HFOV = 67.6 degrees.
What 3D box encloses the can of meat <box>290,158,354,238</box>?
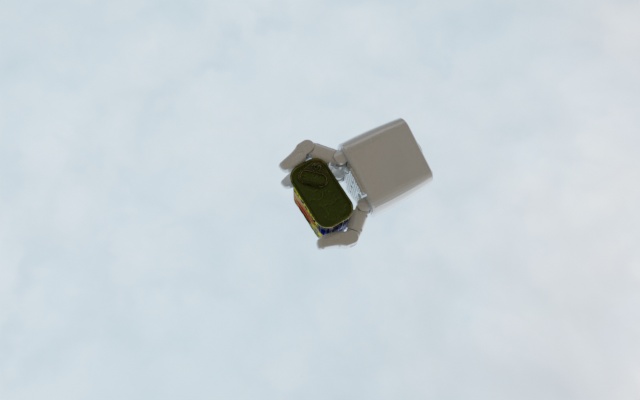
[{"bbox_3d":[0.000,0.002,0.693,0.057,0.102,0.084,-30,-16,-12],"label":"can of meat"}]
